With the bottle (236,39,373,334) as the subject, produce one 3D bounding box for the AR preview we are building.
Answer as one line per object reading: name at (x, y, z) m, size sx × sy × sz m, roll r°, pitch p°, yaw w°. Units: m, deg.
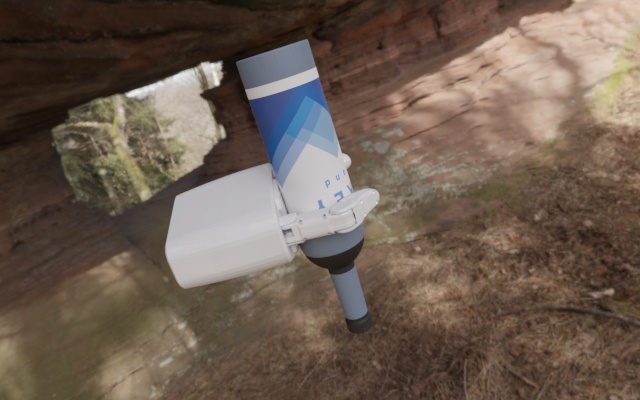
bottle at (0.000, 0.001, 0.465) m, size 0.069 × 0.296 × 0.069 m, roll -16°, pitch 18°, yaw 5°
